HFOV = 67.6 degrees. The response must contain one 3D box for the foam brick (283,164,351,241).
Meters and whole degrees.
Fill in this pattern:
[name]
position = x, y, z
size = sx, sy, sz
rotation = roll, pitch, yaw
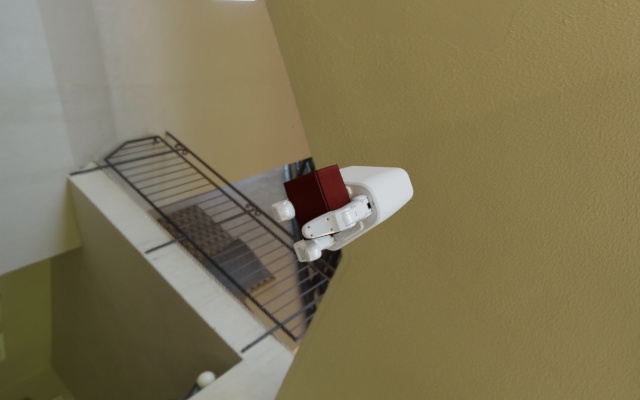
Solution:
[foam brick]
position = 0.000, 0.002, 0.580
size = 0.053, 0.078, 0.051
rotation = -15, 7, 36
